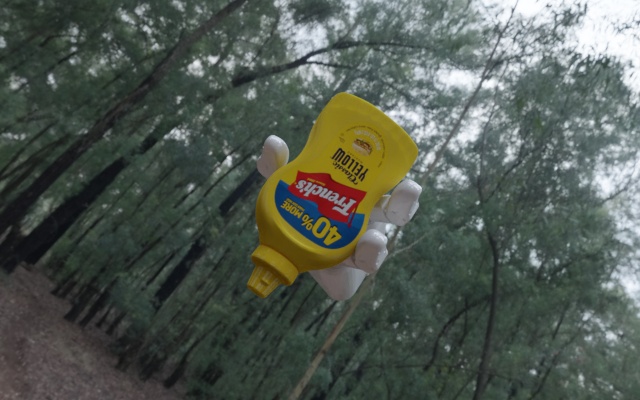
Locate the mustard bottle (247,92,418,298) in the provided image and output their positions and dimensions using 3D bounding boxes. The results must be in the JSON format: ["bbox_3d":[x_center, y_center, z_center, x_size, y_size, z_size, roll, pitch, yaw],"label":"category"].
[{"bbox_3d":[0.000,0.001,0.416,0.096,0.191,0.058,38,-20,-4],"label":"mustard bottle"}]
